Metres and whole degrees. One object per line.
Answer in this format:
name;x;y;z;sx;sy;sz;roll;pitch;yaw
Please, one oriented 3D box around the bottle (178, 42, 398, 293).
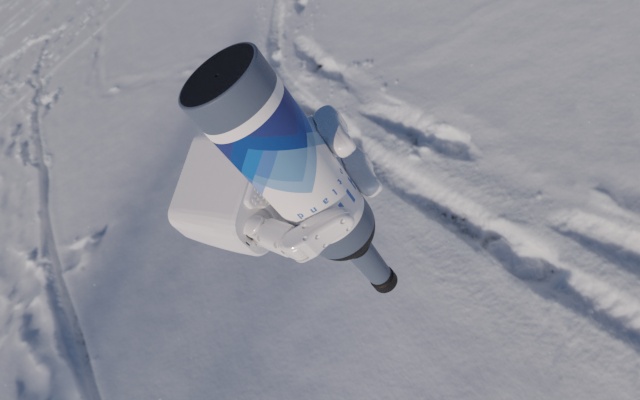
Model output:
bottle;0.000;0.001;0.418;0.069;0.069;0.296;0;-36;36
